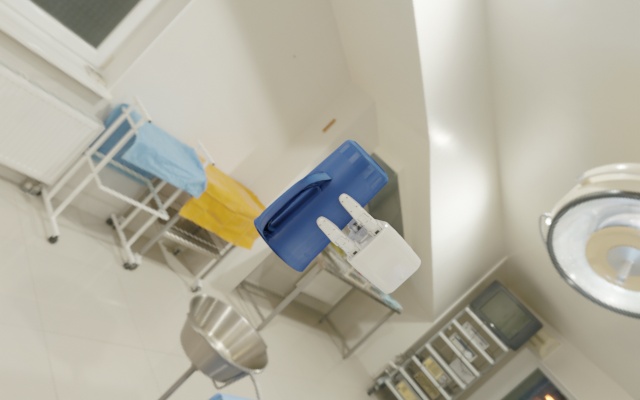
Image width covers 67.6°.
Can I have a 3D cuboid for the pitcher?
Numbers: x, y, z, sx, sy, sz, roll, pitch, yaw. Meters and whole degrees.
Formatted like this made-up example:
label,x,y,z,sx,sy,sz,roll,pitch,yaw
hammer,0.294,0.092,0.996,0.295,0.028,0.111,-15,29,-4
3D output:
label,x,y,z,sx,sy,sz,roll,pitch,yaw
pitcher,0.000,0.003,0.872,0.145,0.243,0.149,45,6,-14
